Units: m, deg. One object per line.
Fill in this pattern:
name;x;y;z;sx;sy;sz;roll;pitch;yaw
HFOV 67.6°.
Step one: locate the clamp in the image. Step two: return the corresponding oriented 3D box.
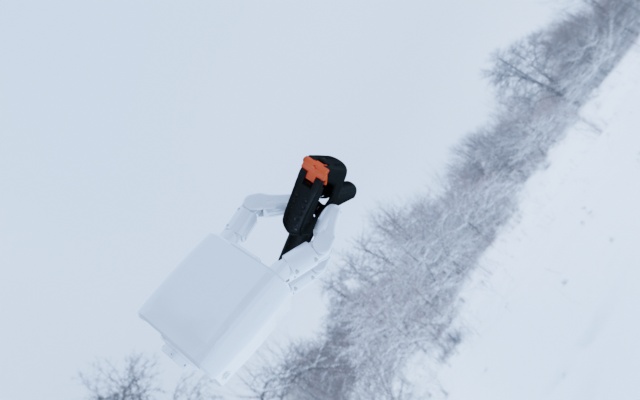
clamp;-0.001;0.001;0.539;0.036;0.164;0.210;33;-25;12
